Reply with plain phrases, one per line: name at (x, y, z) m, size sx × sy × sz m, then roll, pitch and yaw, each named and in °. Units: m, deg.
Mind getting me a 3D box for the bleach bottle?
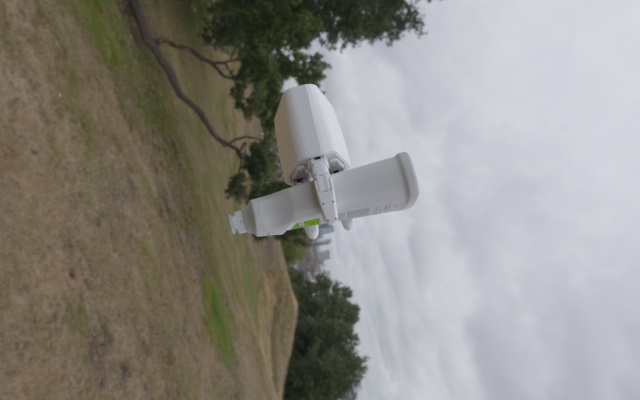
bleach bottle at (0.000, 0.002, 0.648) m, size 0.251 × 0.068 × 0.102 m, roll -13°, pitch -15°, yaw -2°
